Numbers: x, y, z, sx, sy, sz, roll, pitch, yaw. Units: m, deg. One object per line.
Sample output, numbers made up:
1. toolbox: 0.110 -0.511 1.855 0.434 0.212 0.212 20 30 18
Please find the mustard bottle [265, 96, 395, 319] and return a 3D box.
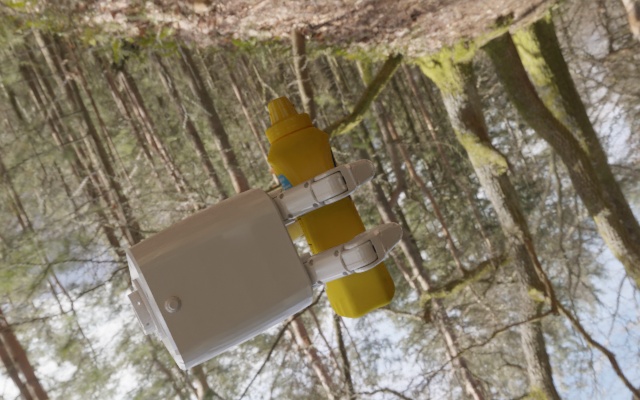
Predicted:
1. mustard bottle: 0.000 0.001 0.416 0.058 0.191 0.096 -24 2 -3
